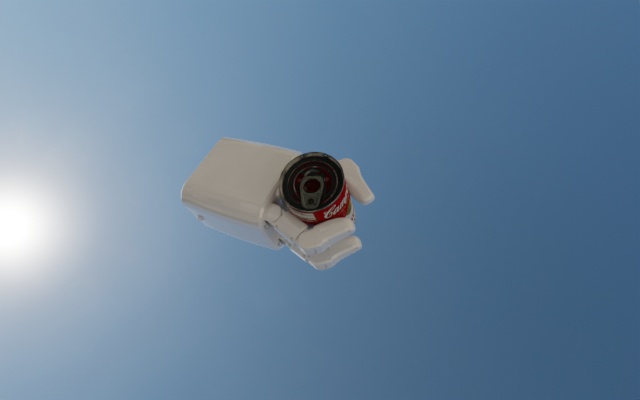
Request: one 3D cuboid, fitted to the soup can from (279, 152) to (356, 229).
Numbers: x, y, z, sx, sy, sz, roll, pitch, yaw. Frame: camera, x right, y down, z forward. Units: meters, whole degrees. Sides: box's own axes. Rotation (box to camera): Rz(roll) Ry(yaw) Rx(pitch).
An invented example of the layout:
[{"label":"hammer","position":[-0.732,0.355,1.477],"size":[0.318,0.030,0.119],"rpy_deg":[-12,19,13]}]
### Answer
[{"label":"soup can","position":[0.001,0.002,0.524],"size":[0.068,0.068,0.102],"rpy_deg":[0,-25,12]}]
